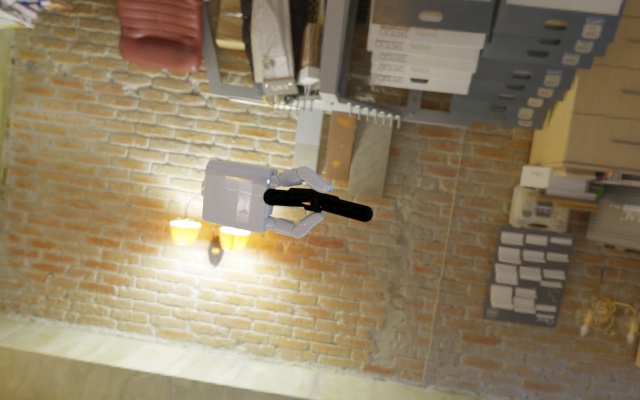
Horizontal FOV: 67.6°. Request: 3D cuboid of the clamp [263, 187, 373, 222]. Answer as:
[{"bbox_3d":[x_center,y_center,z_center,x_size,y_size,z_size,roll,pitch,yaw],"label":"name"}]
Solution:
[{"bbox_3d":[0.000,0.003,0.790,0.164,0.036,0.210,12,4,1],"label":"clamp"}]
